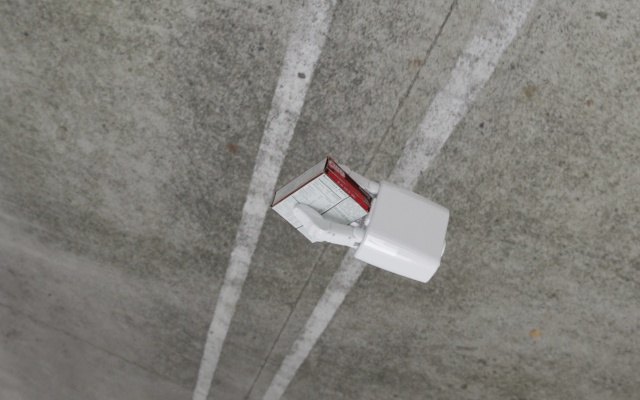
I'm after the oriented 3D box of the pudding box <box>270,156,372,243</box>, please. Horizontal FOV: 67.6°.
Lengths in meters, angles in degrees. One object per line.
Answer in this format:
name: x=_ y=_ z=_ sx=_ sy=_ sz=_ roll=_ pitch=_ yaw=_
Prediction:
pudding box: x=0.000 y=0.002 z=0.657 sx=0.113 sy=0.039 sz=0.090 roll=-32 pitch=-64 yaw=34
